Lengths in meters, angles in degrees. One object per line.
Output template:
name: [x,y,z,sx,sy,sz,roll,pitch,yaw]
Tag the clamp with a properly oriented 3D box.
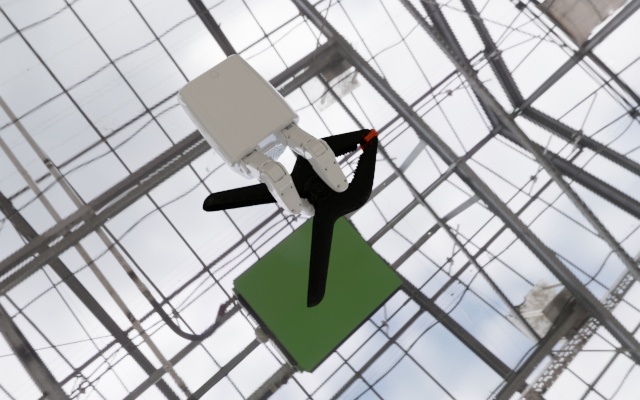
clamp: [0.000,0.001,0.535,0.210,0.164,0.036,-39,-7,-18]
